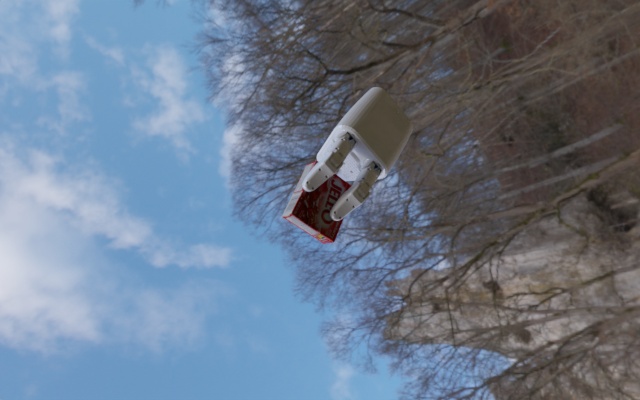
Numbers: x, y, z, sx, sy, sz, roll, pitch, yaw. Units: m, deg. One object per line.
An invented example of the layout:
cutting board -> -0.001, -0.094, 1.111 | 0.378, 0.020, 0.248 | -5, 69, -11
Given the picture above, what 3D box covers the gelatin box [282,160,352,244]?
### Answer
gelatin box -> 0.000, 0.002, 0.642 | 0.073, 0.089, 0.030 | 35, -27, -22
